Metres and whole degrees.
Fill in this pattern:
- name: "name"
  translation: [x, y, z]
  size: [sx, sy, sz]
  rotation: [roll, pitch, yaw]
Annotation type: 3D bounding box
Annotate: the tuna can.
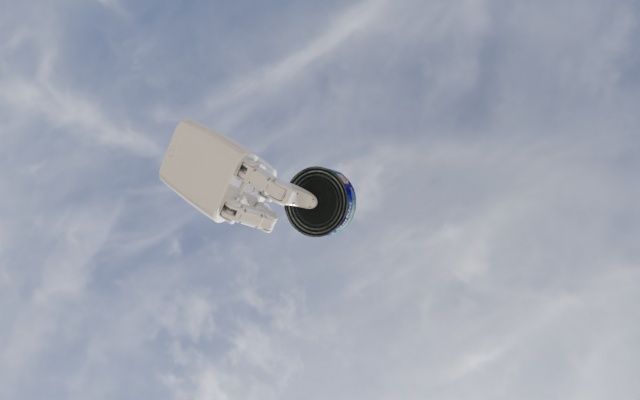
- name: "tuna can"
  translation: [0.000, 0.002, 0.590]
  size: [0.086, 0.086, 0.034]
  rotation: [0, -1, 26]
